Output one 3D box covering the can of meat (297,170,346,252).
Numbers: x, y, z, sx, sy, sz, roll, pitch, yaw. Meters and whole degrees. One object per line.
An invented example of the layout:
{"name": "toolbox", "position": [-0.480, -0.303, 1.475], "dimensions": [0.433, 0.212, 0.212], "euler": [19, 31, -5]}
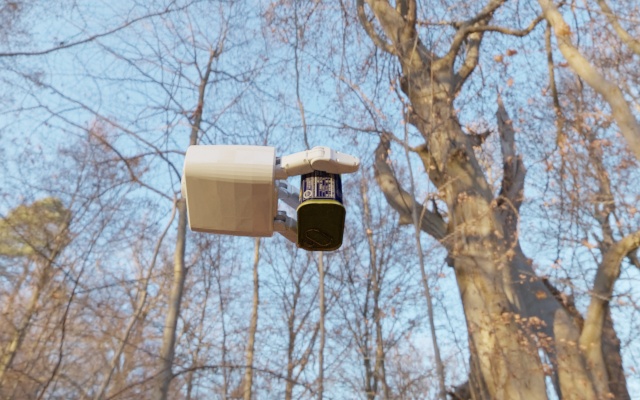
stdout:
{"name": "can of meat", "position": [0.000, 0.002, 0.601], "dimensions": [0.057, 0.083, 0.102], "euler": [0, -39, -1]}
